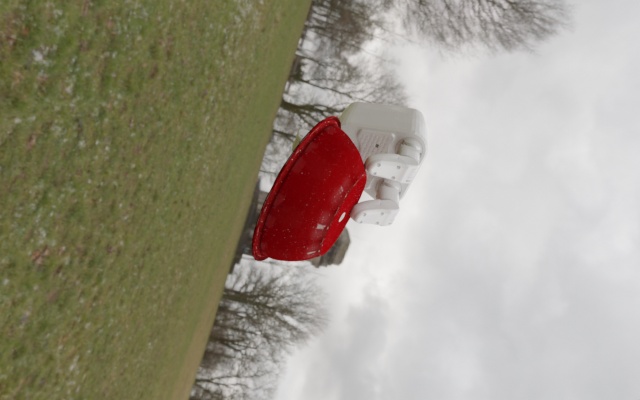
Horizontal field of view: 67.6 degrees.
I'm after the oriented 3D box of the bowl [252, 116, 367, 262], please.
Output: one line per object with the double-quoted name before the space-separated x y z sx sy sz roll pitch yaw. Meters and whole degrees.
"bowl" 0.000 0.002 0.469 0.055 0.162 0.162 30 7 12
